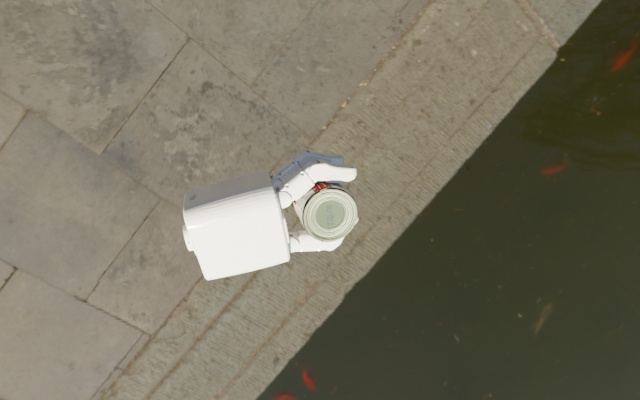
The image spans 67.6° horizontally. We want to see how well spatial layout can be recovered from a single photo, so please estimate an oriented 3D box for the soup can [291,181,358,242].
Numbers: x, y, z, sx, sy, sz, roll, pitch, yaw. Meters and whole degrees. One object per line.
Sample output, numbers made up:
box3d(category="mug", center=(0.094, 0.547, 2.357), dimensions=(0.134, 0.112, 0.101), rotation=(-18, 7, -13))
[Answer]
box3d(category="soup can", center=(0.001, 0.002, 0.593), dimensions=(0.068, 0.068, 0.102), rotation=(0, 18, -14))
